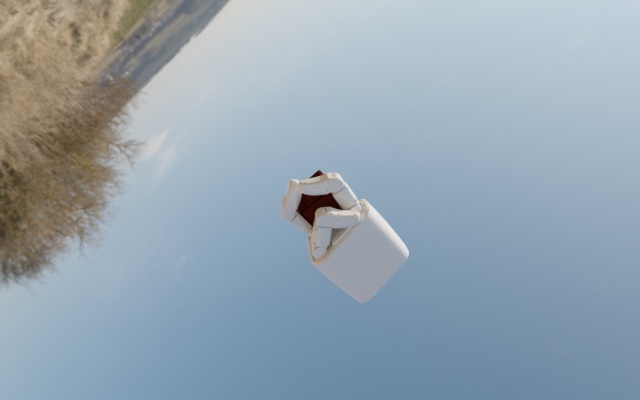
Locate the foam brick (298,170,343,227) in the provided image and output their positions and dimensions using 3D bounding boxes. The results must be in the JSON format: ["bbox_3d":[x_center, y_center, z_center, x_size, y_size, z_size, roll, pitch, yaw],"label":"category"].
[{"bbox_3d":[0.000,0.002,0.698,0.053,0.051,0.078,-40,25,12],"label":"foam brick"}]
